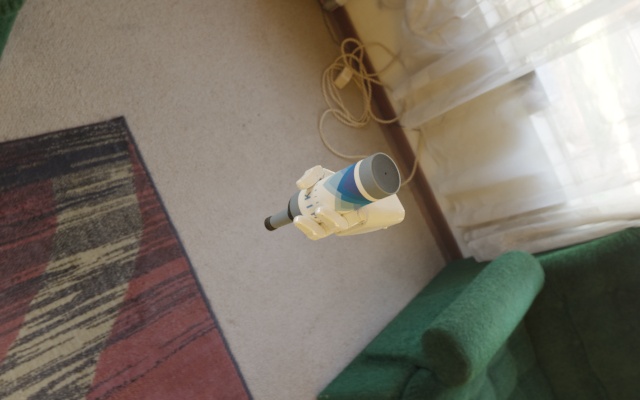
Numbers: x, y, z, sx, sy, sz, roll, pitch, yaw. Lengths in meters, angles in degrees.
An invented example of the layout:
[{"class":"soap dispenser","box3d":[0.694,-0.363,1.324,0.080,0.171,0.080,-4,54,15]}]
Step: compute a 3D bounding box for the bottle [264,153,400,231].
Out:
[{"class":"bottle","box3d":[0.000,0.003,0.808,0.069,0.069,0.296,0,-17,-43]}]
